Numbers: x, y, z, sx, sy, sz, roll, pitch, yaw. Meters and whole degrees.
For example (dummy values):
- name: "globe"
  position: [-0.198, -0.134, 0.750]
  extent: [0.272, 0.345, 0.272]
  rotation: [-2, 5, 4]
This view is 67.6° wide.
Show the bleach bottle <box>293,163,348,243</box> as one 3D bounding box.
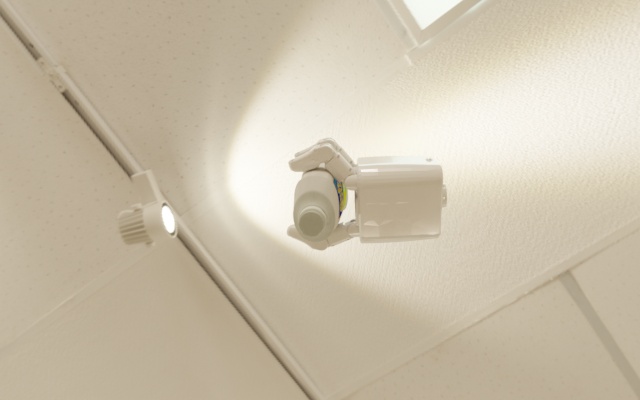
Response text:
- name: "bleach bottle"
  position: [0.000, 0.002, 0.641]
  extent: [0.068, 0.102, 0.250]
  rotation: [-3, 15, 5]
